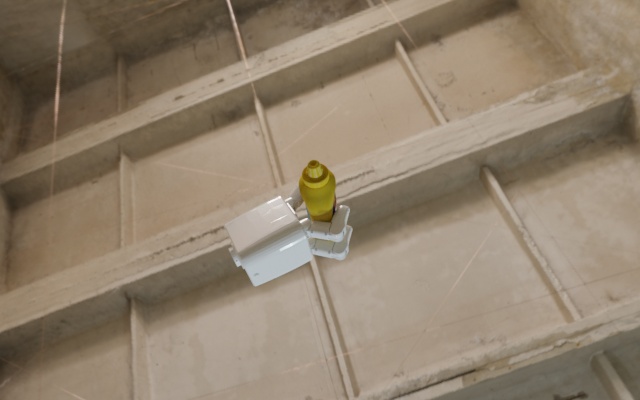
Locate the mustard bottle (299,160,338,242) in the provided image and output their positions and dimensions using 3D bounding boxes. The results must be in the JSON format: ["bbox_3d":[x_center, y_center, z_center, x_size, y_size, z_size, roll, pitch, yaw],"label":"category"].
[{"bbox_3d":[0.000,0.003,0.775,0.058,0.096,0.192,-6,-36,4],"label":"mustard bottle"}]
